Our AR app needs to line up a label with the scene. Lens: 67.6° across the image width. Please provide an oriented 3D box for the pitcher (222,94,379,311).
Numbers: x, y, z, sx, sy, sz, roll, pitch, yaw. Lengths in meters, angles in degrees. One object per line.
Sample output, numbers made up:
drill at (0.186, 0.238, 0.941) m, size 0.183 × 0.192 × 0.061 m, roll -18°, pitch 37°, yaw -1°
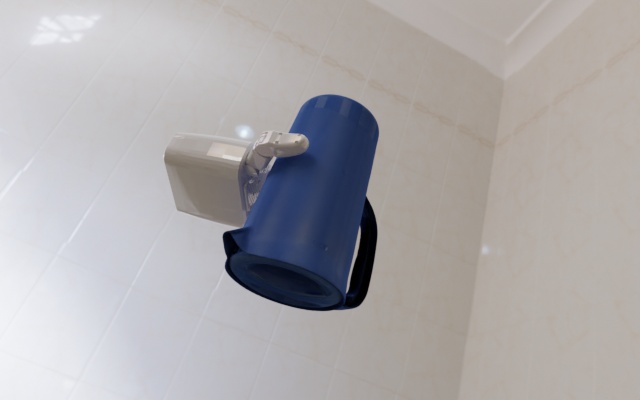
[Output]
pitcher at (0.000, 0.002, 0.564) m, size 0.145 × 0.242 × 0.149 m, roll 11°, pitch -31°, yaw 14°
